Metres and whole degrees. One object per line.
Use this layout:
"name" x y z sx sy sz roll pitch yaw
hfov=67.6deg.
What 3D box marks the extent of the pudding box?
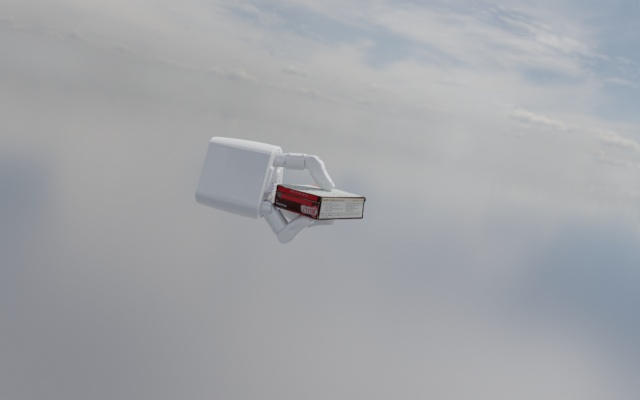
"pudding box" 0.000 0.002 0.717 0.090 0.039 0.113 17 12 38
